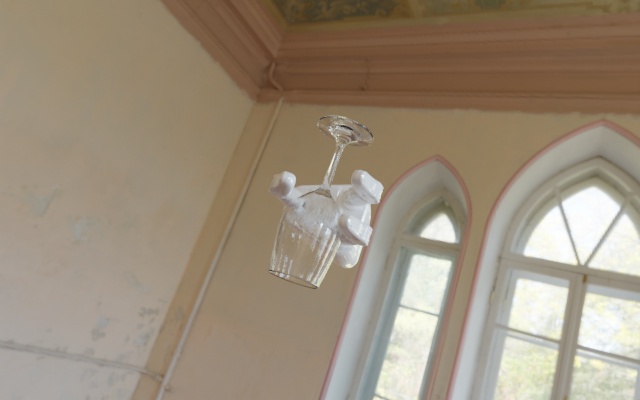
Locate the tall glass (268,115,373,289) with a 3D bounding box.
[{"bbox_3d":[0.000,0.001,0.580,0.079,0.201,0.079,18,-17,6],"label":"tall glass"}]
